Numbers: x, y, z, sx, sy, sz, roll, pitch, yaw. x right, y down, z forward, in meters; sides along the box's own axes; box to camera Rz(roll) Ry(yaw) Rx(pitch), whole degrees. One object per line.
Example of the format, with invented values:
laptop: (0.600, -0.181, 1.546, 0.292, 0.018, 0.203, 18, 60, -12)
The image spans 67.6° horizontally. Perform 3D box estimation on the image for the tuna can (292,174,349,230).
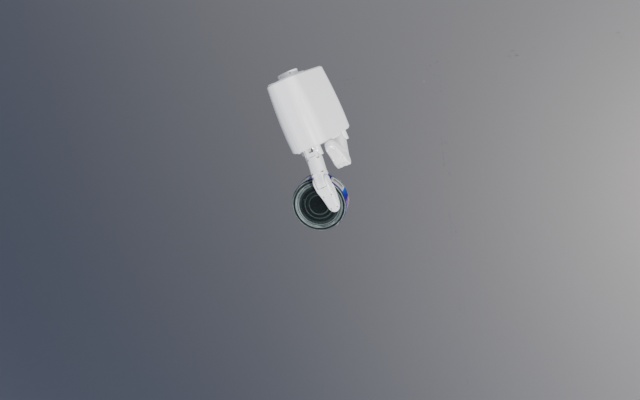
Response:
tuna can: (0.000, 0.003, 0.740, 0.086, 0.086, 0.033, 0, 19, 10)
